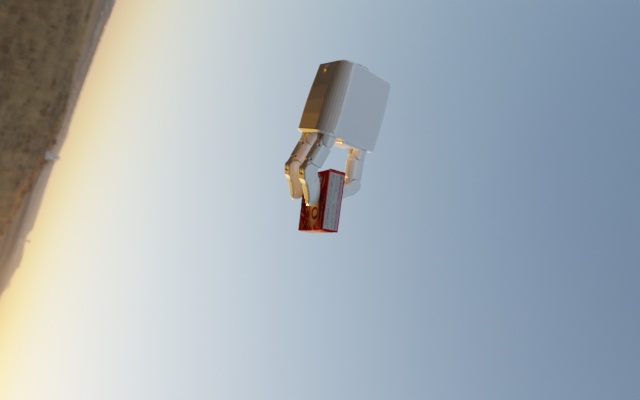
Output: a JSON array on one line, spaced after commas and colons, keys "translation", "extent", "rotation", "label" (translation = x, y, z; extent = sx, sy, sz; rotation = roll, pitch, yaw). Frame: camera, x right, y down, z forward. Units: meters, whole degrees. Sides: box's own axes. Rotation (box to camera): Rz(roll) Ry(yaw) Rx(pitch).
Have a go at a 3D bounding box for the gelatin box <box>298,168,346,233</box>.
[{"translation": [0.000, 0.003, 0.694], "extent": [0.030, 0.089, 0.073], "rotation": [11, -9, -29], "label": "gelatin box"}]
